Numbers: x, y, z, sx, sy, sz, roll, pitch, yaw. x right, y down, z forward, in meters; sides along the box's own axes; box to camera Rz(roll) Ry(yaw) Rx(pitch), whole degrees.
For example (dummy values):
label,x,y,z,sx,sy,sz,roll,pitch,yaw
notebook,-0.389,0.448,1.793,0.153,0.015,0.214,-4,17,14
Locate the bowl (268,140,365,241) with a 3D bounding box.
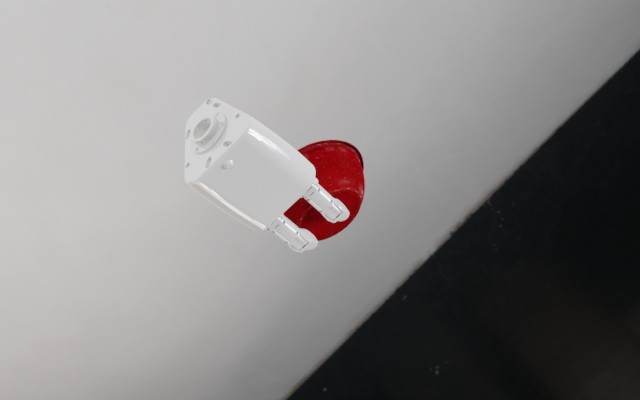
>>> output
label,x,y,z,sx,sy,sz,roll,pitch,yaw
bowl,0.001,0.003,0.619,0.162,0.162,0.055,0,41,-40
